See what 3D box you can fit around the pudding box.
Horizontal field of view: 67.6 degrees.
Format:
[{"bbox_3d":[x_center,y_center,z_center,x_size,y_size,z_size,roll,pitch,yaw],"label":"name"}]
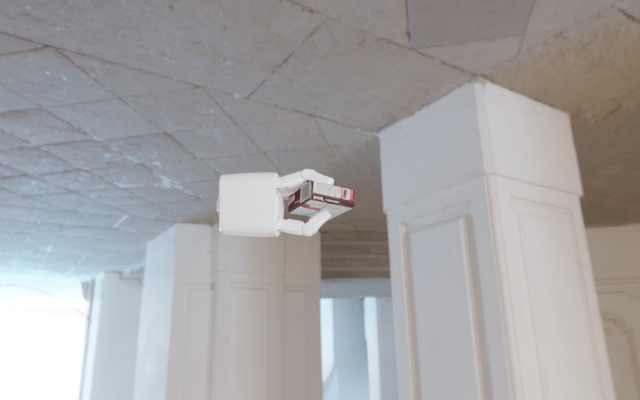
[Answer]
[{"bbox_3d":[0.000,0.003,0.885,0.090,0.039,0.113,11,-17,-22],"label":"pudding box"}]
